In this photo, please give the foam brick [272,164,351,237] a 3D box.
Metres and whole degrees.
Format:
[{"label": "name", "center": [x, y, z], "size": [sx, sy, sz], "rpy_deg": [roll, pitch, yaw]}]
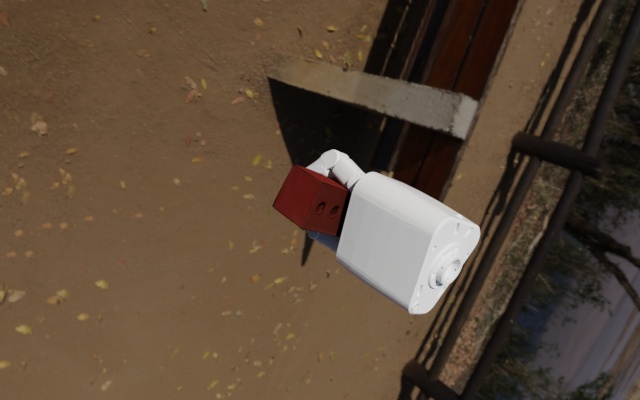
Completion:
[{"label": "foam brick", "center": [0.000, 0.002, 0.513], "size": [0.078, 0.053, 0.051], "rpy_deg": [16, 15, -47]}]
